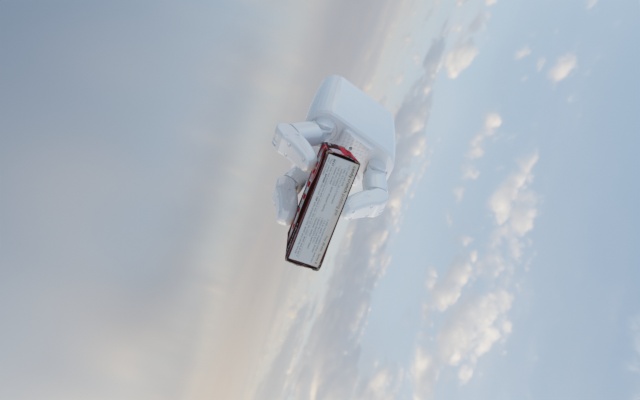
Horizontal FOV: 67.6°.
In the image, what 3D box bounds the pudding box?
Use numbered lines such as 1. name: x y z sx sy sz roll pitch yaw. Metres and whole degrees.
1. pudding box: 0.000 0.002 0.476 0.039 0.113 0.090 18 11 -5
